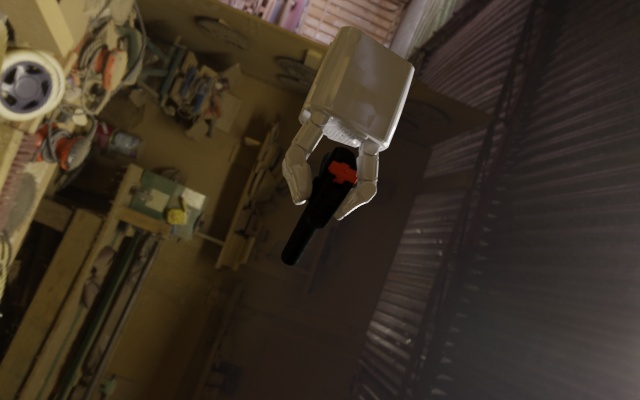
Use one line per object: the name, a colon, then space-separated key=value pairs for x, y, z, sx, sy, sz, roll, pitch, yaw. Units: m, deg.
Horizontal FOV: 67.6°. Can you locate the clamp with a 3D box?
clamp: x=0.001 y=0.002 z=0.554 sx=0.036 sy=0.164 sz=0.210 roll=23 pitch=-8 yaw=-5
